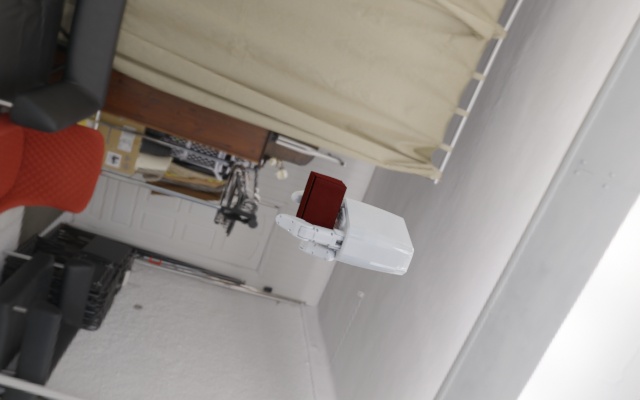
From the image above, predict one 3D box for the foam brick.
[{"bbox_3d":[0.000,0.002,0.707,0.051,0.078,0.053,17,11,-10],"label":"foam brick"}]
